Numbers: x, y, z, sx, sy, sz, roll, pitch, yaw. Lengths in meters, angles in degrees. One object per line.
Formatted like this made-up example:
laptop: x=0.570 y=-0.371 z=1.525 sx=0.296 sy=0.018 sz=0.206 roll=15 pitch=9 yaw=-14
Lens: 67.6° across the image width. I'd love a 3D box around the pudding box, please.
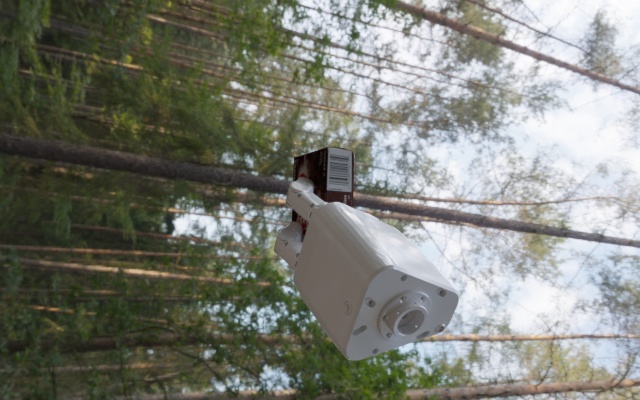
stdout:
pudding box: x=0.000 y=0.002 z=0.539 sx=0.039 sy=0.113 sz=0.090 roll=6 pitch=-6 yaw=-27
